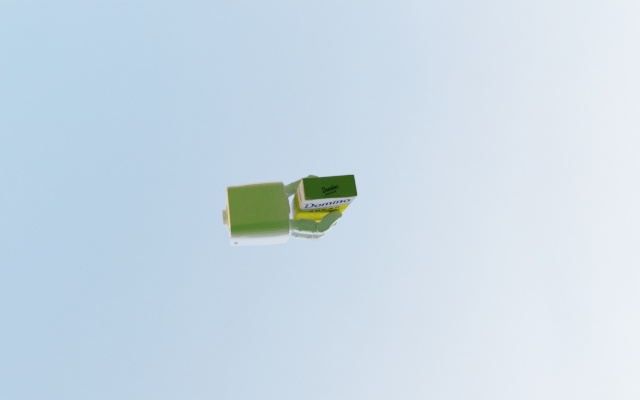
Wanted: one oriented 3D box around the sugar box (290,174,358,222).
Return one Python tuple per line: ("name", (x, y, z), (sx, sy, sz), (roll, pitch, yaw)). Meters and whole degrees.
("sugar box", (0.000, 0.003, 0.869), (0.093, 0.048, 0.176), (-5, -13, -12))
